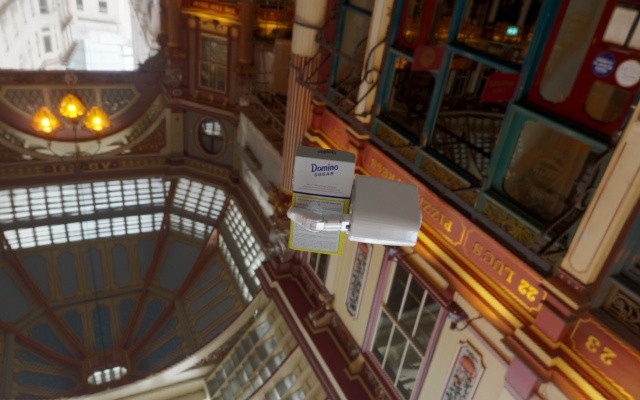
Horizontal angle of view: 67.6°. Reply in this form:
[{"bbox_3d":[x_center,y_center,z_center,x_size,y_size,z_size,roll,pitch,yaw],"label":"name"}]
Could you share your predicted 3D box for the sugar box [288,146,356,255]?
[{"bbox_3d":[0.000,0.002,0.770,0.093,0.176,0.048,7,29,0],"label":"sugar box"}]
